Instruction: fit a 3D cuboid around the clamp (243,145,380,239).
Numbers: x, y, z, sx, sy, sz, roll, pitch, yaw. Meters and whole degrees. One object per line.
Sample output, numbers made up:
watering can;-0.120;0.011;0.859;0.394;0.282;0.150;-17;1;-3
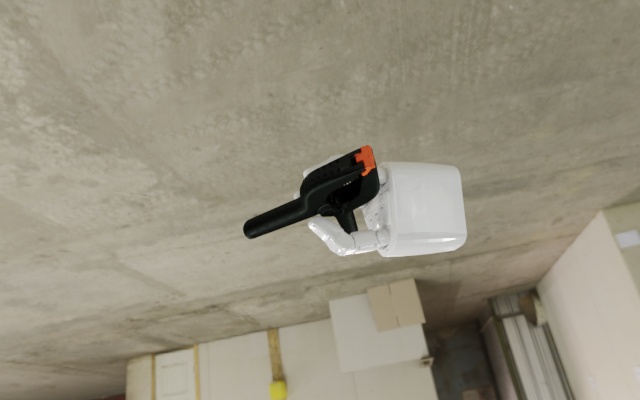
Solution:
clamp;0.001;0.002;0.575;0.164;0.036;0.210;-2;-26;-19
